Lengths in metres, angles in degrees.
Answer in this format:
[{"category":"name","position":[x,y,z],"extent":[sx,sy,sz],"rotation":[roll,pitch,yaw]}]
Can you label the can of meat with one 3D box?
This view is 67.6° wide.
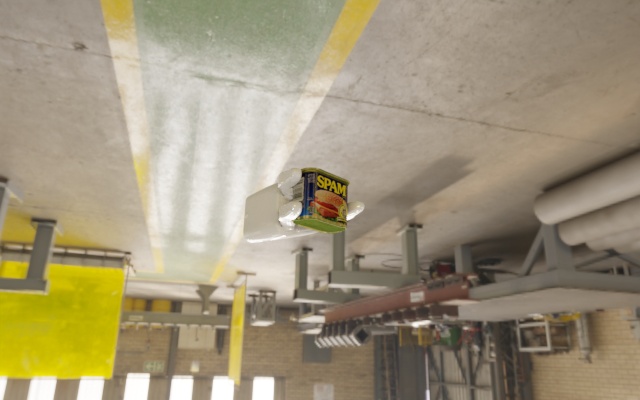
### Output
[{"category":"can of meat","position":[0.000,0.003,0.776],"extent":[0.057,0.084,0.102],"rotation":[-14,-24,41]}]
